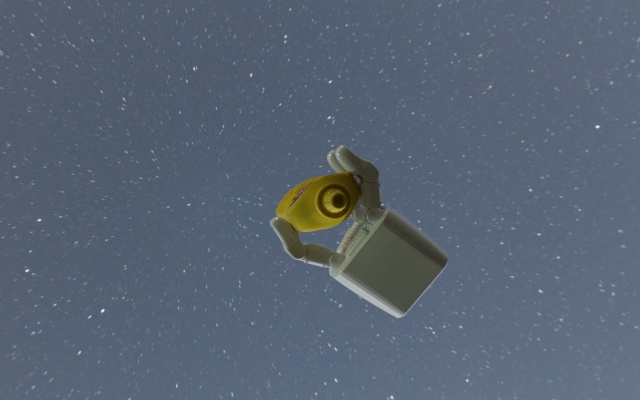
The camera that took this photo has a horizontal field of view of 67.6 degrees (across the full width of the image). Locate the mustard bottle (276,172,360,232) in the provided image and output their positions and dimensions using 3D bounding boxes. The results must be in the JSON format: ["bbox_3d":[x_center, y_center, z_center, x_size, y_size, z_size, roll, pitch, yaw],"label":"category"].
[{"bbox_3d":[0.000,0.002,0.604,0.096,0.058,0.191,-32,6,-11],"label":"mustard bottle"}]
